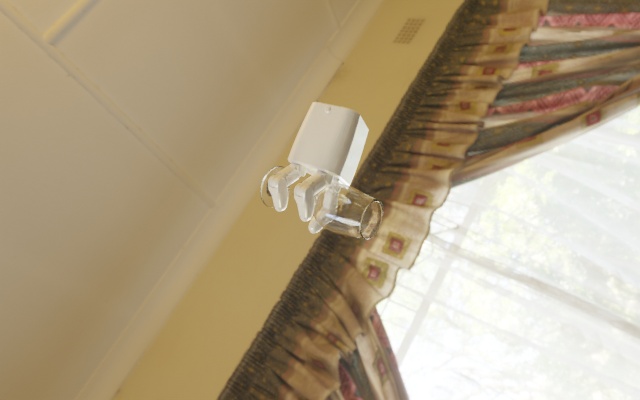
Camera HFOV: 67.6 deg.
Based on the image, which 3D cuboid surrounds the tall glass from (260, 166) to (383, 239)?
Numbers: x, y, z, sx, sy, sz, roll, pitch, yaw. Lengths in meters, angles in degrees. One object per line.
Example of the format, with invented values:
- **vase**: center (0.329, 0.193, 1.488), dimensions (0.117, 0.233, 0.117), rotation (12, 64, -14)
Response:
- **tall glass**: center (0.000, 0.002, 0.769), dimensions (0.201, 0.079, 0.079), rotation (19, 11, 35)
